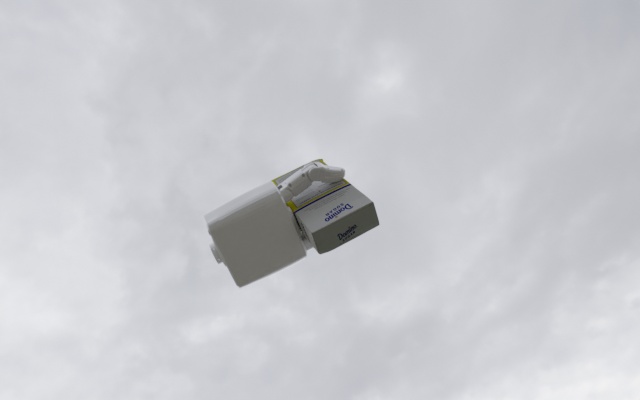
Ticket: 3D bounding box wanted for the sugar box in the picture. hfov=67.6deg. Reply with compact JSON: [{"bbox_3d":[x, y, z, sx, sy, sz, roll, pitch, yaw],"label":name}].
[{"bbox_3d":[0.000,0.003,0.678,0.093,0.048,0.176,-26,34,-11],"label":"sugar box"}]
